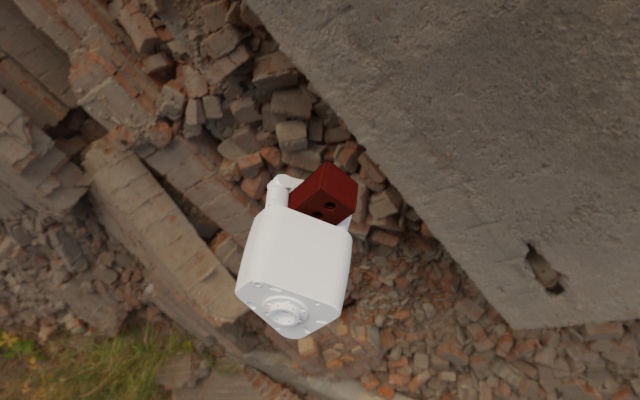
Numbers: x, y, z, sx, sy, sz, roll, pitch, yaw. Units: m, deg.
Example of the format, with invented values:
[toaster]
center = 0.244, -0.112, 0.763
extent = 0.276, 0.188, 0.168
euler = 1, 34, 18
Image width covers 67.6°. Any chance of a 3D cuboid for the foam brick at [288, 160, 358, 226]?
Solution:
[foam brick]
center = 0.000, 0.002, 0.569
extent = 0.053, 0.051, 0.078
euler = 35, -51, -20
